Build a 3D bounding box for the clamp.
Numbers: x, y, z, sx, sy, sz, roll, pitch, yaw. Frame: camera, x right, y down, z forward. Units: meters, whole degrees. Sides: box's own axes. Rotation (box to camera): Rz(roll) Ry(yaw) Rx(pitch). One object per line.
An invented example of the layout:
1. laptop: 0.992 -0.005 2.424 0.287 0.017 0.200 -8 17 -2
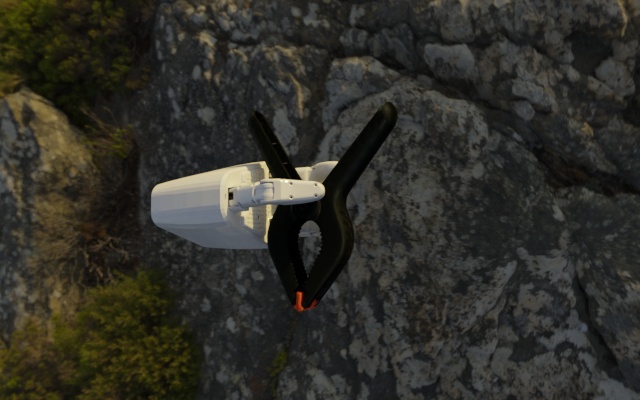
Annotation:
1. clamp: -0.001 0.002 0.468 0.164 0.210 0.036 -5 -7 29
